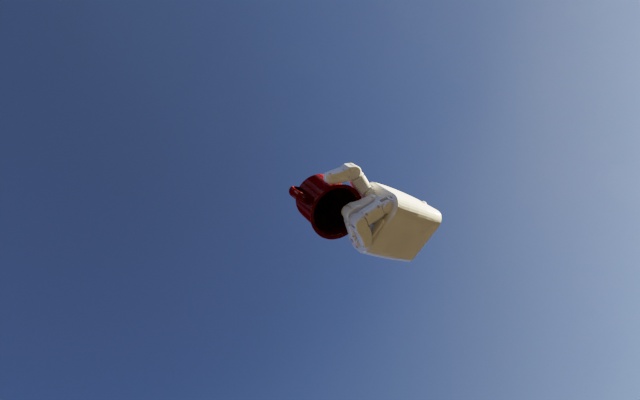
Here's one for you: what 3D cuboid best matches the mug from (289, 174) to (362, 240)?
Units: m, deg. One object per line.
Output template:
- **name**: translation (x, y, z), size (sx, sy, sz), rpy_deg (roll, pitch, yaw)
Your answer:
- **mug**: translation (-0.001, 0.002, 0.776), size (0.117, 0.093, 0.081), rpy_deg (17, 12, -31)
